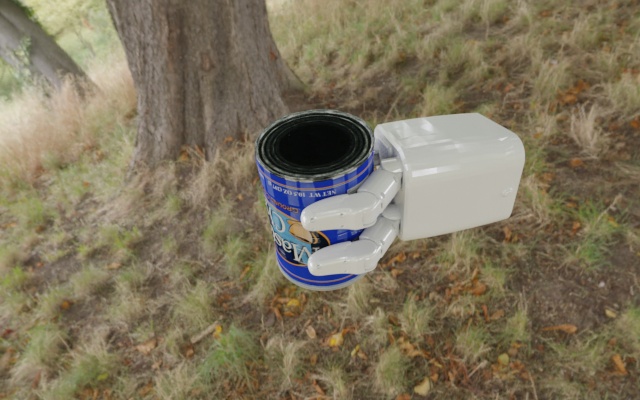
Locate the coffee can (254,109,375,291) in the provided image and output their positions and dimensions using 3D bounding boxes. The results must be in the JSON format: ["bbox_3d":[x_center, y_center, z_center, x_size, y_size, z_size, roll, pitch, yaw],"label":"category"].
[{"bbox_3d":[0.000,0.002,0.449,0.103,0.140,0.102,-3,42,3],"label":"coffee can"}]
